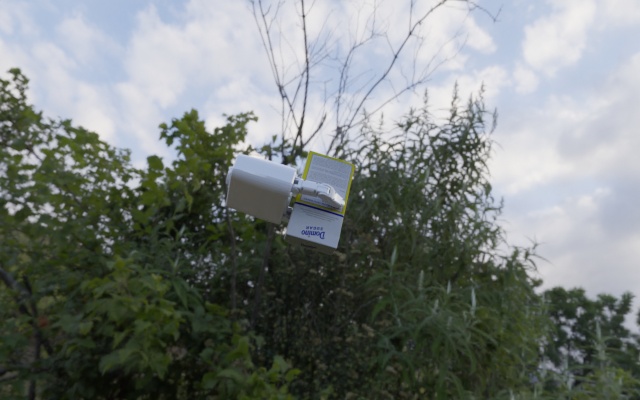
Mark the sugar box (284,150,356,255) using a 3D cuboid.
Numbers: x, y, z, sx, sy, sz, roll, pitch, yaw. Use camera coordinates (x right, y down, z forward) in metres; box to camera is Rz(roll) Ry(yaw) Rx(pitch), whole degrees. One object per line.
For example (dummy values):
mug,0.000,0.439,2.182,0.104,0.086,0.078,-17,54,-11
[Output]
sugar box,0.000,0.003,0.867,0.093,0.176,0.048,17,-25,-4
